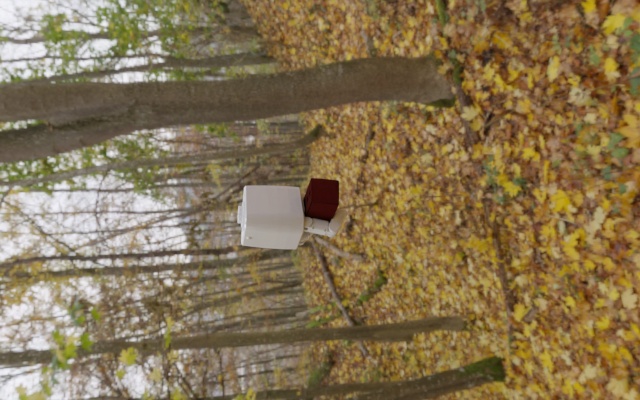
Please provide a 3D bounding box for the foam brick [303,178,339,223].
[{"bbox_3d":[0.000,0.003,0.868,0.051,0.053,0.078,7,-34,-10],"label":"foam brick"}]
